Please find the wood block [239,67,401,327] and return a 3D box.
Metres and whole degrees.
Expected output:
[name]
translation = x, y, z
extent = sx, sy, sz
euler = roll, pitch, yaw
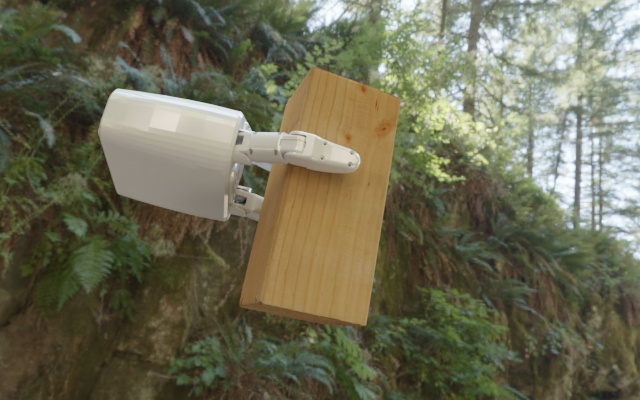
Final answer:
[wood block]
translation = 0.000, 0.001, 0.432
extent = 0.090, 0.206, 0.091
euler = 16, -18, -16
